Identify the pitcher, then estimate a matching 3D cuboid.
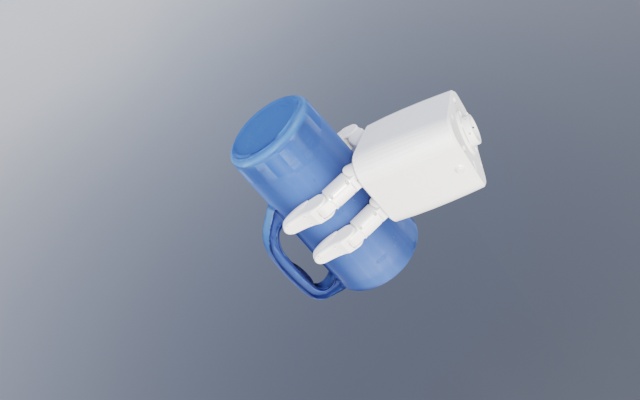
[{"bbox_3d":[0.000,0.002,0.581,0.145,0.149,0.243,-21,-52,29],"label":"pitcher"}]
